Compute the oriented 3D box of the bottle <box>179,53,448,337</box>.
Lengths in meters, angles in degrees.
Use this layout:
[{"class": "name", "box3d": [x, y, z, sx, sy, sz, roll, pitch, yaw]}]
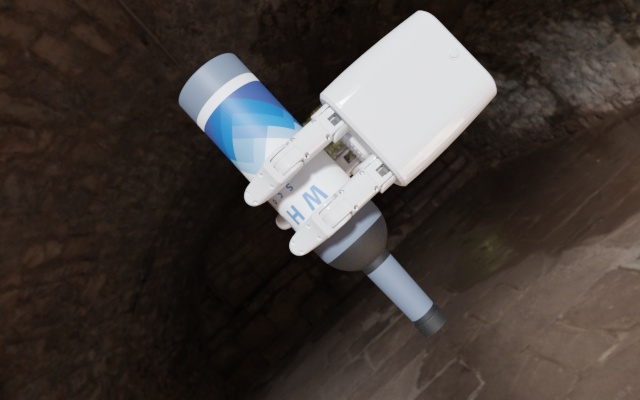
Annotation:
[{"class": "bottle", "box3d": [0.000, 0.001, 0.419, 0.069, 0.295, 0.069, -43, -2, -2]}]
